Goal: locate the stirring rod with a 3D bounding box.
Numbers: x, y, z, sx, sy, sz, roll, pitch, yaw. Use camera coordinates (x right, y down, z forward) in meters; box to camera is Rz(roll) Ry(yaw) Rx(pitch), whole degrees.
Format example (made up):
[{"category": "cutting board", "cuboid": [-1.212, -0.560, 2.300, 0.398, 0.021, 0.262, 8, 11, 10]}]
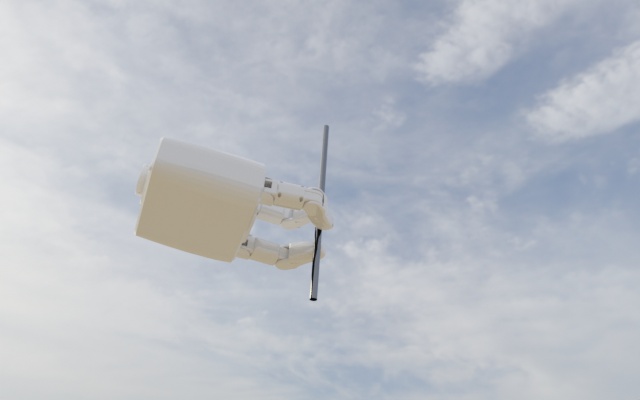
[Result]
[{"category": "stirring rod", "cuboid": [0.000, 0.002, 0.545, 0.011, 0.239, 0.011, 3, -36, 2]}]
